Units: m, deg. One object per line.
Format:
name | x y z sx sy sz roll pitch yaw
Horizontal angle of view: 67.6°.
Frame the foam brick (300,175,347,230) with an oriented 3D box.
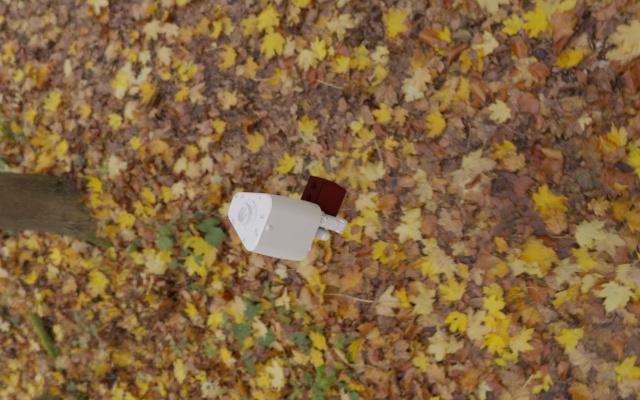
foam brick | 0.000 0.002 0.827 0.051 0.078 0.053 18 8 -30
